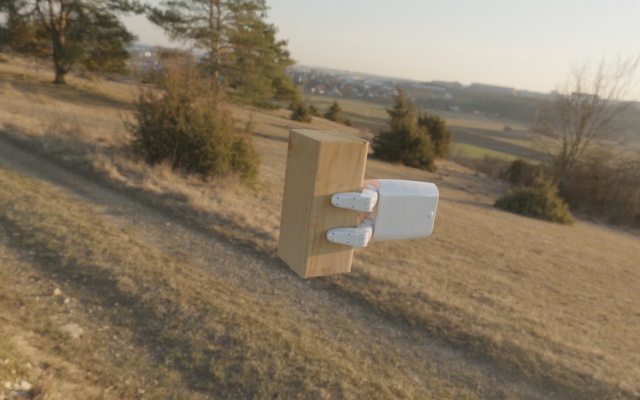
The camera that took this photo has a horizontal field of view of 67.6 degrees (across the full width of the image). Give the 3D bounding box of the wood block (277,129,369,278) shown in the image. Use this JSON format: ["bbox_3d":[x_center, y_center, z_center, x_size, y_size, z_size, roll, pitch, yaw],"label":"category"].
[{"bbox_3d":[0.000,0.002,0.729,0.090,0.206,0.090,-3,19,-30],"label":"wood block"}]
